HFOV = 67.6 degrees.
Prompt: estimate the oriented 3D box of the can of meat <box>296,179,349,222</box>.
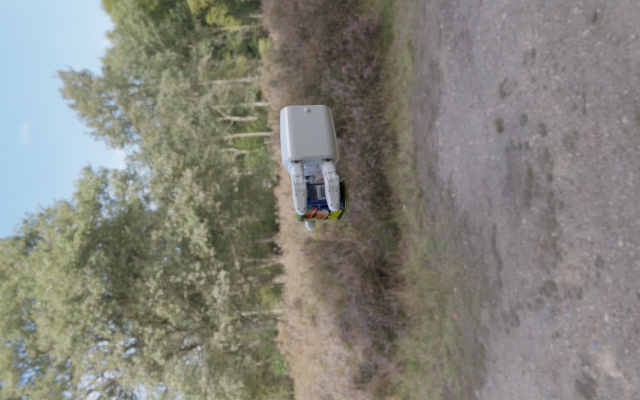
[{"bbox_3d":[0.000,0.003,0.848,0.084,0.057,0.102,-3,-16,-8],"label":"can of meat"}]
